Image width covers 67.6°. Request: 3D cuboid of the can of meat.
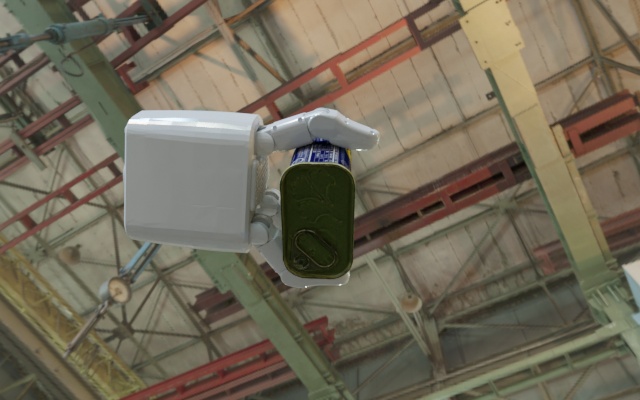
[{"bbox_3d":[0.000,0.001,0.408,0.057,0.102,0.084,1,25,3],"label":"can of meat"}]
